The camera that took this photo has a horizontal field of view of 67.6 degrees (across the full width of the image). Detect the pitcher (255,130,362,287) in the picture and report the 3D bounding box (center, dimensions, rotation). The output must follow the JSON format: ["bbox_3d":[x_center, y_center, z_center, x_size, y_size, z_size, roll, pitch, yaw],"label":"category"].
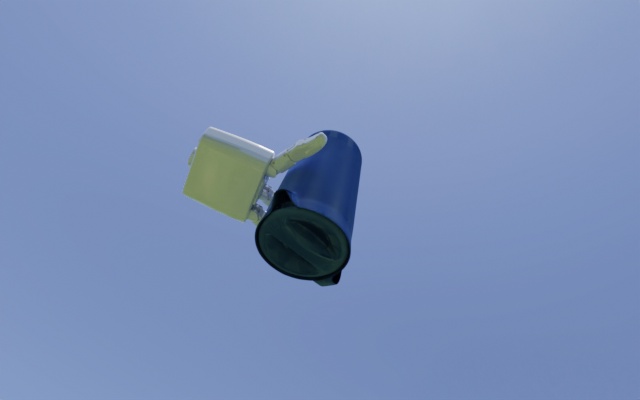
[{"bbox_3d":[0.000,0.002,0.737,0.145,0.149,0.242,24,39,-4],"label":"pitcher"}]
